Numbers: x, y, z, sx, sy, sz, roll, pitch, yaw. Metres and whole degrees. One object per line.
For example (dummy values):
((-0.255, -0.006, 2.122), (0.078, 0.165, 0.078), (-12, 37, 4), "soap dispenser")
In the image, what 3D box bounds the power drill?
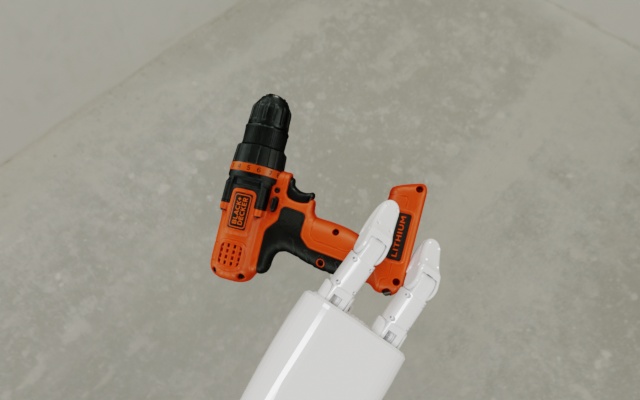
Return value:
((0.000, 0.002, 0.452), (0.187, 0.184, 0.057), (13, -2, 11), "power drill")
